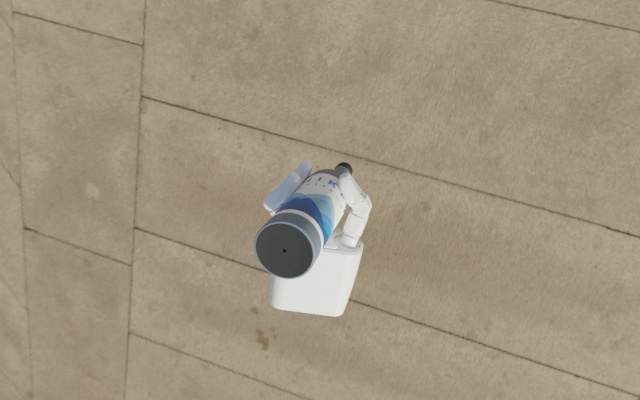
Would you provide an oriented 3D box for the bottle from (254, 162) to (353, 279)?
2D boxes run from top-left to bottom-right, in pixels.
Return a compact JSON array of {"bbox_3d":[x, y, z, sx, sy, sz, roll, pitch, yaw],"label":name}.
[{"bbox_3d":[0.000,0.002,0.622,0.069,0.069,0.295,0,20,16],"label":"bottle"}]
